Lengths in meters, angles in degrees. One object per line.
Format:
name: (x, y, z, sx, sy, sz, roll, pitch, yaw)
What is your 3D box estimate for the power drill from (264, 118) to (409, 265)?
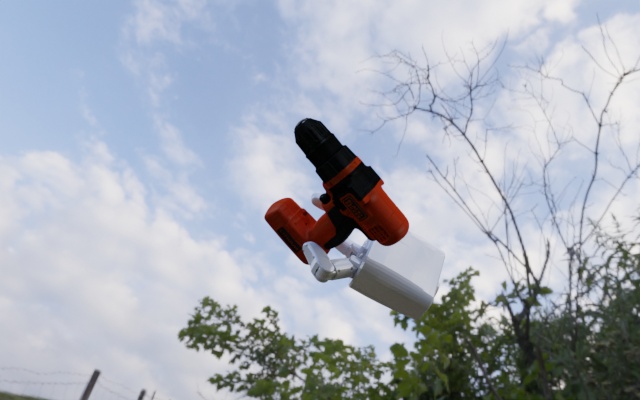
power drill: (0.000, 0.002, 0.619, 0.057, 0.184, 0.188, -43, 5, -37)
